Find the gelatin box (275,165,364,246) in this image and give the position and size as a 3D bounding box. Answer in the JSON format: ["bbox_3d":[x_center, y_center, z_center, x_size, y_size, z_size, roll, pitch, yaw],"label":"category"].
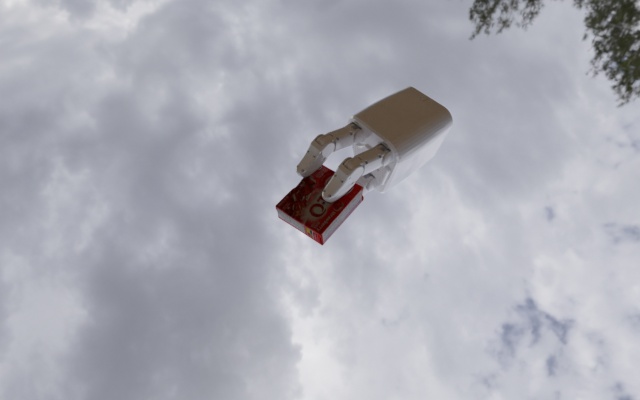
[{"bbox_3d":[0.000,0.002,0.598,0.073,0.089,0.030,31,-27,25],"label":"gelatin box"}]
